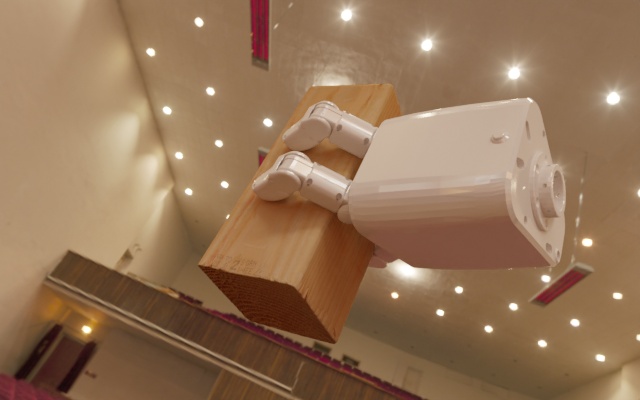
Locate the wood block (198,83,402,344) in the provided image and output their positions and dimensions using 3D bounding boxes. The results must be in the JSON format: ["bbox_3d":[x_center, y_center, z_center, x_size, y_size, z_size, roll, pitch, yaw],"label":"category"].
[{"bbox_3d":[0.001,0.001,0.411,0.090,0.206,0.091,6,-38,31],"label":"wood block"}]
